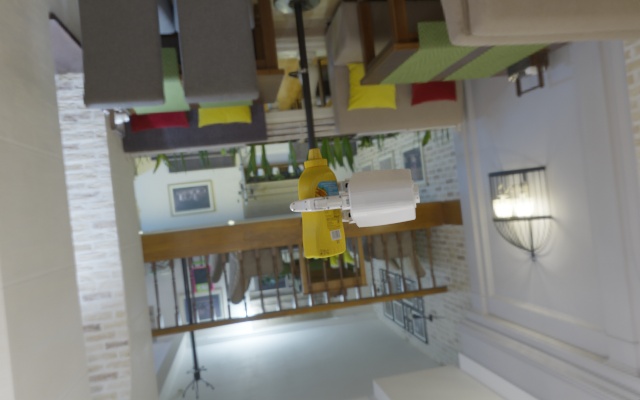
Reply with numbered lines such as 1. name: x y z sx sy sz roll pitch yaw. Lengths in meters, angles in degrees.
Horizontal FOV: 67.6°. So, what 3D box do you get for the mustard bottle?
1. mustard bottle: 0.000 0.003 0.855 0.058 0.191 0.096 -6 0 35
